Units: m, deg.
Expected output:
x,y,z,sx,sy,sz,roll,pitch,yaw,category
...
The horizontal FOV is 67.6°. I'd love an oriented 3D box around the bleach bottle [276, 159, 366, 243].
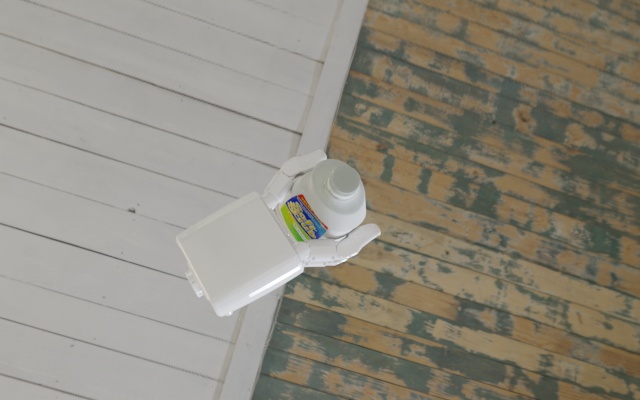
x,y,z,sx,sy,sz,roll,pitch,yaw,category
0.000,0.002,0.577,0.068,0.102,0.251,-29,-7,-15,bleach bottle
